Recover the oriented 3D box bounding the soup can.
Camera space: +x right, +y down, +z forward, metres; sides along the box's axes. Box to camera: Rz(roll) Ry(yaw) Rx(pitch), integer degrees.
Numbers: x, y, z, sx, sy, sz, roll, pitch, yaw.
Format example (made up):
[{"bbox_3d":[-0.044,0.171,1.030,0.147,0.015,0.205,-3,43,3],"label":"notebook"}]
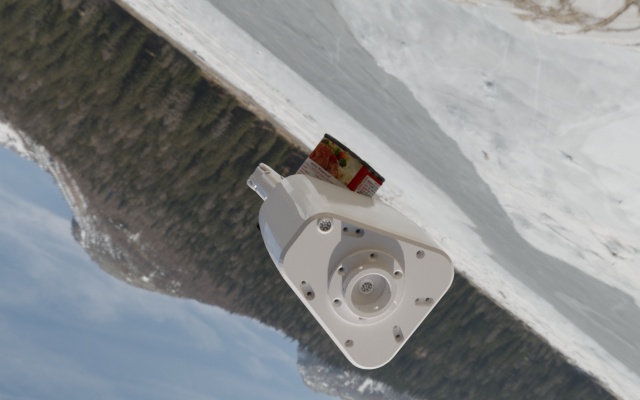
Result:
[{"bbox_3d":[0.000,0.001,0.424,0.068,0.102,0.068,38,4,-3],"label":"soup can"}]
